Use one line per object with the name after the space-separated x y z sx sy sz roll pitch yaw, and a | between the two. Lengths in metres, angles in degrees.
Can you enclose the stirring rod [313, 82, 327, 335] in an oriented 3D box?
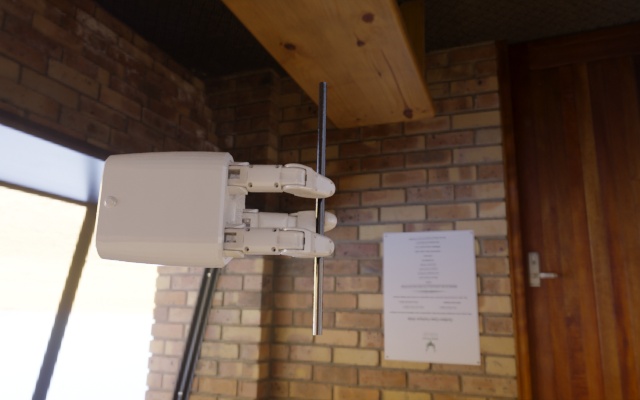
0.000 0.001 0.448 0.011 0.239 0.011 1 -12 0 | stirring rod
